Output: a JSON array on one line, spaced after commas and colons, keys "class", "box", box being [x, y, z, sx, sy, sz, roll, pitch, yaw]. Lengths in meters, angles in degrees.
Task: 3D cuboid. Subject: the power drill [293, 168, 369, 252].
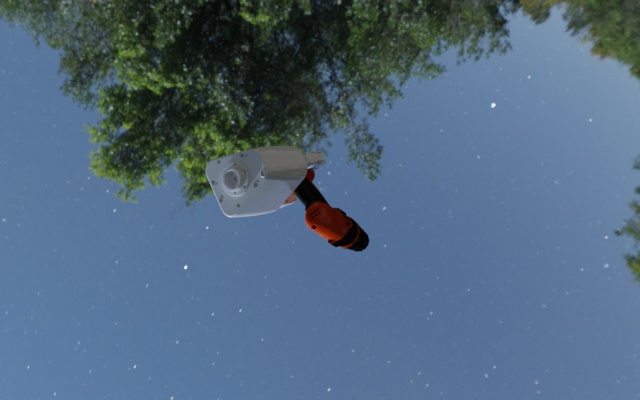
[{"class": "power drill", "box": [0.000, 0.002, 0.824, 0.187, 0.057, 0.184, 51, 8, 32]}]
